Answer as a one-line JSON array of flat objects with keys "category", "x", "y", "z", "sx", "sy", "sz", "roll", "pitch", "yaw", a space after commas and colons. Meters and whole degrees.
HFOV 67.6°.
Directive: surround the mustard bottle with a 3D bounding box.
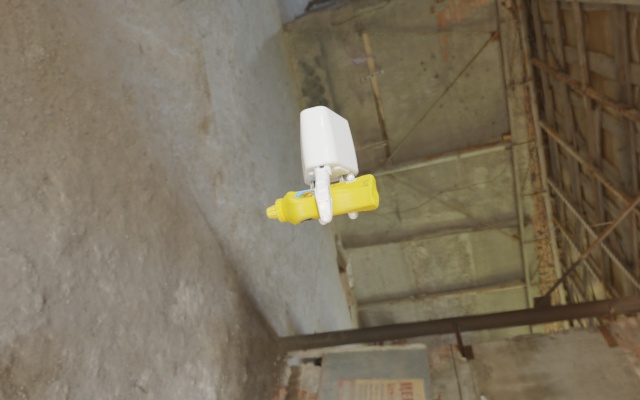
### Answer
[{"category": "mustard bottle", "x": 0.000, "y": 0.003, "z": 0.813, "sx": 0.191, "sy": 0.058, "sz": 0.096, "roll": -11, "pitch": 9, "yaw": 12}]
